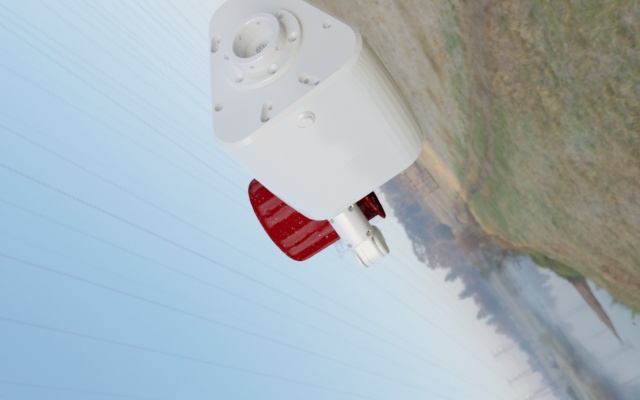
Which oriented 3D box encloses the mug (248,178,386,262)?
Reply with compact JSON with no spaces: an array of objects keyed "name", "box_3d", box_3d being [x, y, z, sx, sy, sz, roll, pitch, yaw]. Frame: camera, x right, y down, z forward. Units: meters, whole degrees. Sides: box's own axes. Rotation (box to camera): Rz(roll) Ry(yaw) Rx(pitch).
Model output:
[{"name":"mug","box_3d":[0.000,0.002,0.404,0.081,0.093,0.117,-34,-34,10]}]
